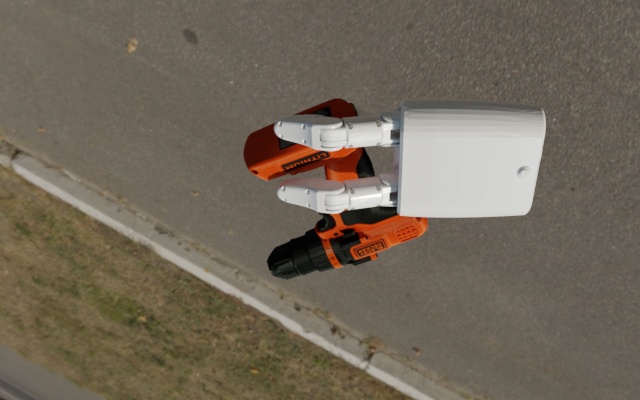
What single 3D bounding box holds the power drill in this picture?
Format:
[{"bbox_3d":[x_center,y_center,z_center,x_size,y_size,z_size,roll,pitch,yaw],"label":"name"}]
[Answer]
[{"bbox_3d":[0.000,0.001,0.478,0.184,0.057,0.188,-22,-44,10],"label":"power drill"}]
